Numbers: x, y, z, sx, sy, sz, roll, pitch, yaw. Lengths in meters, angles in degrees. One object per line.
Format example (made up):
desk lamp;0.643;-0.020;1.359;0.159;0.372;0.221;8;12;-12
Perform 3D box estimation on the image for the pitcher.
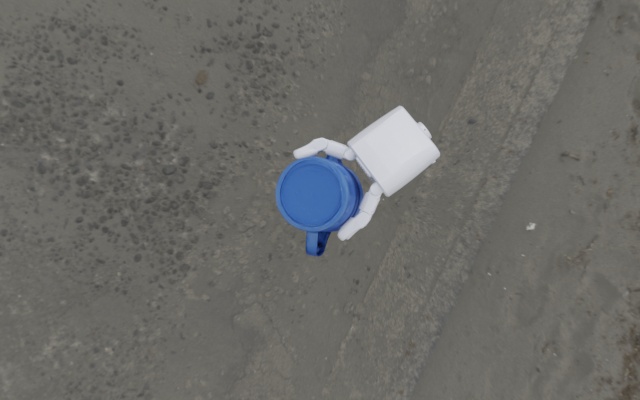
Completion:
pitcher;0.000;0.002;0.789;0.145;0.149;0.243;-35;-4;6
